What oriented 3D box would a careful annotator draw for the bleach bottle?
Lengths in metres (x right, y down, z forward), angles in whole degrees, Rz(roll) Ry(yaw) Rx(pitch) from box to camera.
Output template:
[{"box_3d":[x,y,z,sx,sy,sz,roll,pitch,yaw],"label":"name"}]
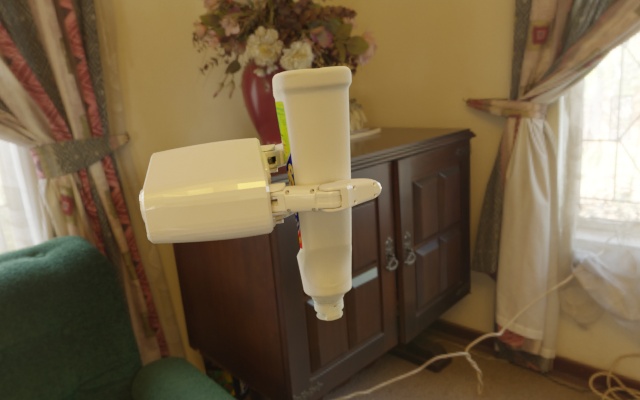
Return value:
[{"box_3d":[0.000,0.001,0.471,0.068,0.251,0.102,-7,13,-9],"label":"bleach bottle"}]
